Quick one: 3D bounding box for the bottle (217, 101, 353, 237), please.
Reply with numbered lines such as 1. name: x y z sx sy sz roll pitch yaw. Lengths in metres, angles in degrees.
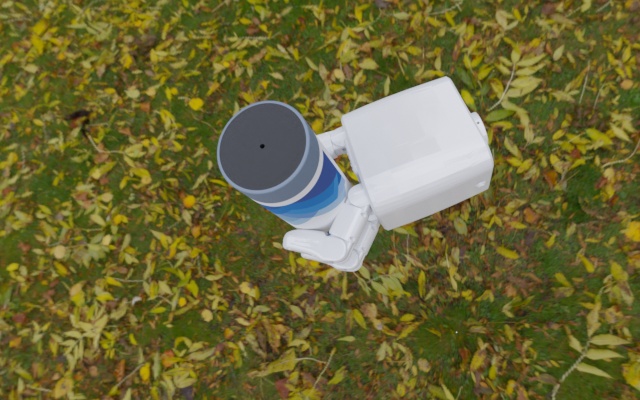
1. bottle: 0.000 0.001 0.453 0.069 0.069 0.296 0 -15 16
